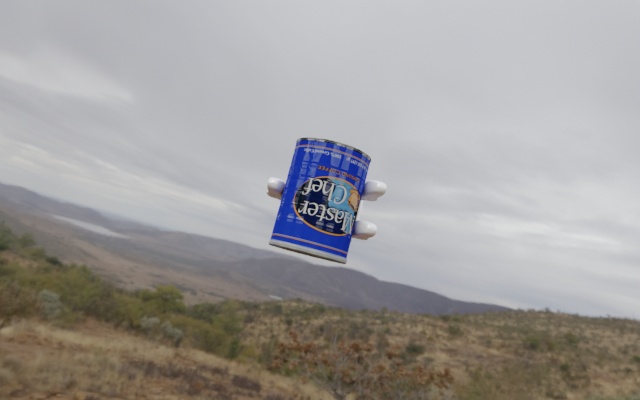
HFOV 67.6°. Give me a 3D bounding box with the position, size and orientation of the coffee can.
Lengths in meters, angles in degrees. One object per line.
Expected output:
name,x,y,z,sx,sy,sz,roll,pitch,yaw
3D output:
coffee can,0.000,0.002,0.619,0.103,0.140,0.103,14,-8,2
